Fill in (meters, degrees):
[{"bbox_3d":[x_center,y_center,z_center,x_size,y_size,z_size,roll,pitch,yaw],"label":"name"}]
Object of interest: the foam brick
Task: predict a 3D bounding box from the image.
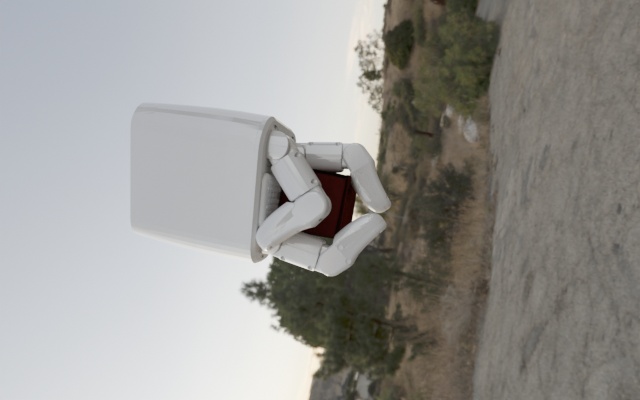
[{"bbox_3d":[0.000,0.001,0.407,0.051,0.053,0.078,10,0,10],"label":"foam brick"}]
